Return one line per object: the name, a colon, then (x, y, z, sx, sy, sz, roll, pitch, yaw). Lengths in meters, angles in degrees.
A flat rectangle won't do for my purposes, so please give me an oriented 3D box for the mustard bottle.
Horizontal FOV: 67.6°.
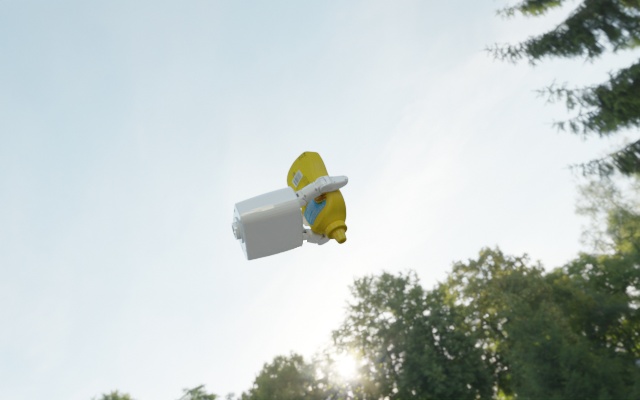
mustard bottle: (0.000, 0.003, 0.891, 0.058, 0.191, 0.096, 2, -45, -37)
